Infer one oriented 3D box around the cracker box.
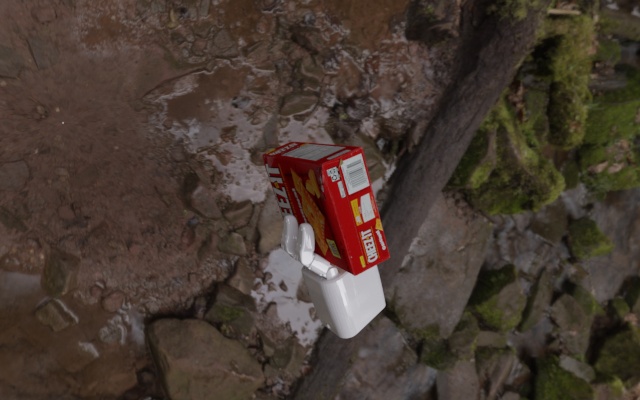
[{"bbox_3d":[0.000,0.002,0.714,0.072,0.164,0.213,-24,19,-23],"label":"cracker box"}]
